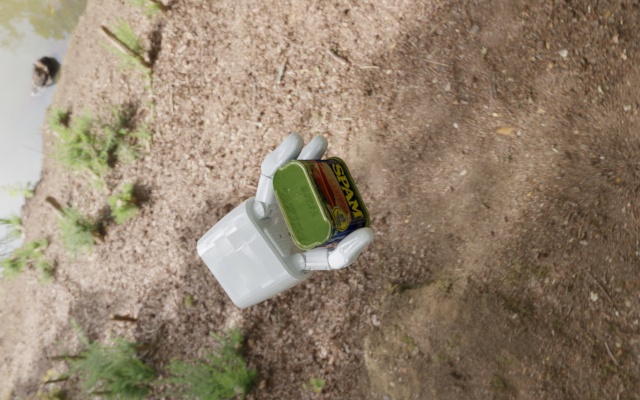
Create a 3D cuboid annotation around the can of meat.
[{"bbox_3d":[0.000,0.002,0.537,0.057,0.102,0.084,-30,-13,32],"label":"can of meat"}]
